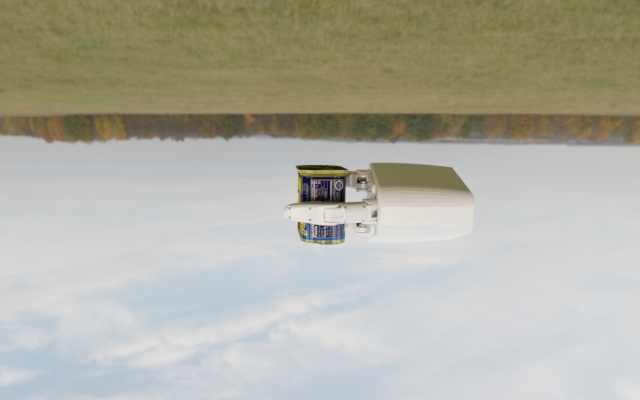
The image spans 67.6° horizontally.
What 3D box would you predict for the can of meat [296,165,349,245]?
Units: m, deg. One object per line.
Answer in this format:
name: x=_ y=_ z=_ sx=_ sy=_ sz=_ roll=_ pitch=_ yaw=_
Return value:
can of meat: x=0.000 y=0.002 z=0.569 sx=0.057 sy=0.084 sz=0.102 roll=0 pitch=8 yaw=-5
